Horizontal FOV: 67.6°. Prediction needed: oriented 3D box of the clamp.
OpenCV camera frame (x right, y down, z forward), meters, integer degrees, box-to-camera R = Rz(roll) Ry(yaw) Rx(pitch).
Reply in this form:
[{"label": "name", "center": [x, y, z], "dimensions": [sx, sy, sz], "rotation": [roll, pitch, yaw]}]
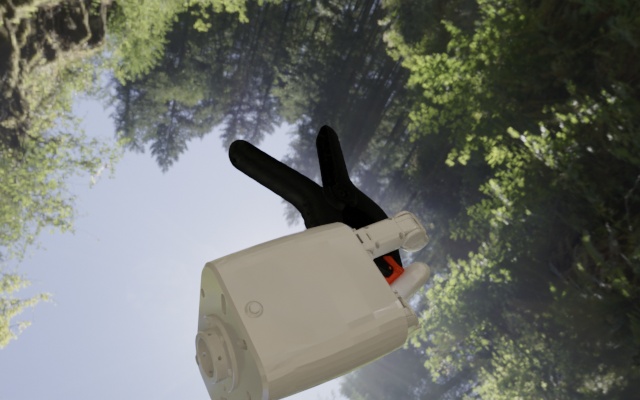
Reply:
[{"label": "clamp", "center": [0.000, 0.002, 0.401], "dimensions": [0.120, 0.171, 0.039], "rotation": [-12, -34, -33]}]
